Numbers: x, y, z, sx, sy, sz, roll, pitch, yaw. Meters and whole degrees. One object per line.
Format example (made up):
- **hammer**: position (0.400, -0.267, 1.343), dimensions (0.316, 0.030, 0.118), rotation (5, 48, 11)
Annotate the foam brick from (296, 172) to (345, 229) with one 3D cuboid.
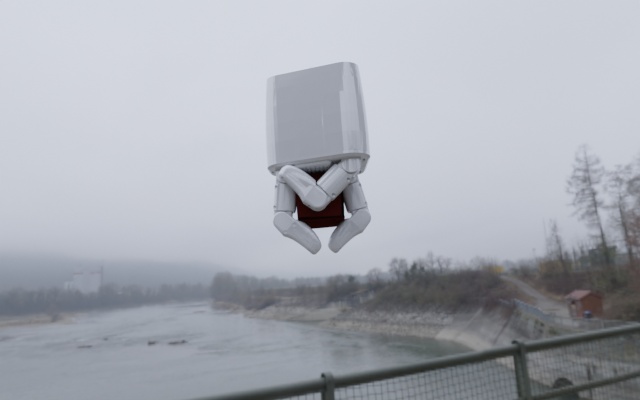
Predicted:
- **foam brick**: position (0.000, 0.002, 0.546), dimensions (0.053, 0.051, 0.078), rotation (-4, -10, 0)
